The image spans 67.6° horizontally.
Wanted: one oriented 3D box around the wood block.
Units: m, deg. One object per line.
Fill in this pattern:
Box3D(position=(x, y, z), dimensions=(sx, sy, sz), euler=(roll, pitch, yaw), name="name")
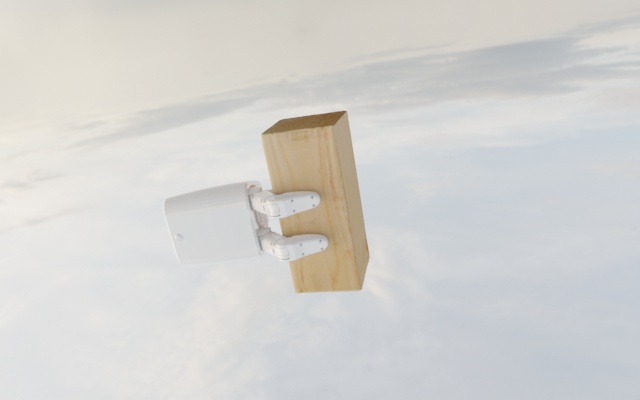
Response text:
Box3D(position=(0.000, 0.002, 0.598), dimensions=(0.090, 0.206, 0.090), euler=(-5, 20, 14), name="wood block")
